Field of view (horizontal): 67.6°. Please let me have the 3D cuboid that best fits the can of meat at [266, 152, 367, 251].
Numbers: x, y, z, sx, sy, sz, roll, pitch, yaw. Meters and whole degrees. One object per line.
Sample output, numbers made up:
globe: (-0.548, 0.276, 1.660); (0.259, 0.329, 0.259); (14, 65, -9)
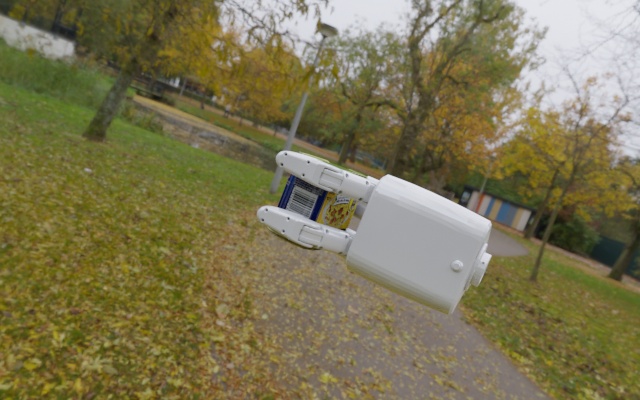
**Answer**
can of meat: (0.000, 0.001, 0.497); (0.057, 0.084, 0.102); (25, 8, 26)
